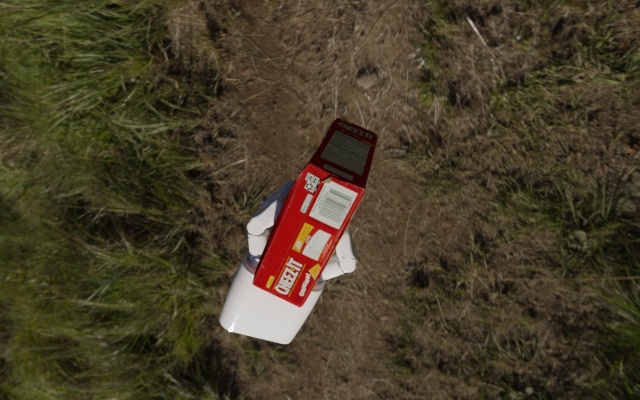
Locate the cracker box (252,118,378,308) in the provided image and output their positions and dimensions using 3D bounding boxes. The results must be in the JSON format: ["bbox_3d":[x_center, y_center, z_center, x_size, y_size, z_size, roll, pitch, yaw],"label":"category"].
[{"bbox_3d":[0.000,0.002,0.592,0.072,0.164,0.213,26,24,-1],"label":"cracker box"}]
